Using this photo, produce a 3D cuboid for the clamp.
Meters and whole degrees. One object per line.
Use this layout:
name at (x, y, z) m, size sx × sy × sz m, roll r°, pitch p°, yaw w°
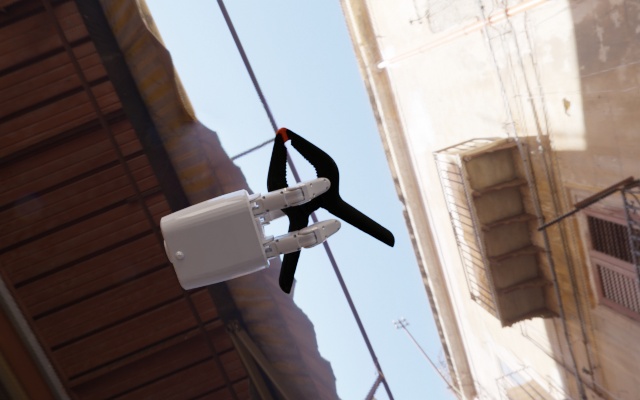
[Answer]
clamp at (0.000, 0.001, 0.617) m, size 0.164 × 0.210 × 0.036 m, roll -17°, pitch 12°, yaw -6°
